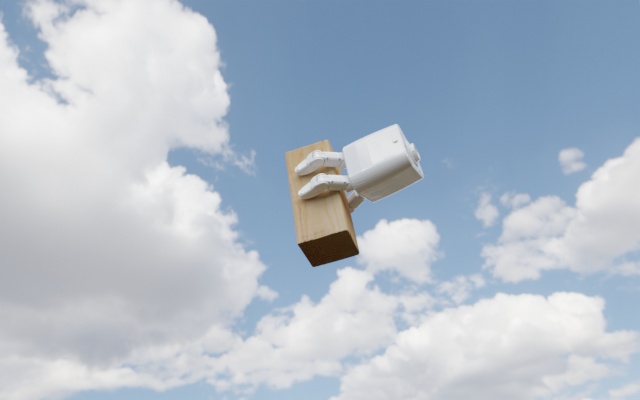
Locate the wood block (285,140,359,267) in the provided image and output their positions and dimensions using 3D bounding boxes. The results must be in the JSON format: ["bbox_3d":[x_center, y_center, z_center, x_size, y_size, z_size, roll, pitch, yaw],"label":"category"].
[{"bbox_3d":[0.001,0.003,0.869,0.090,0.206,0.091,-17,-38,9],"label":"wood block"}]
